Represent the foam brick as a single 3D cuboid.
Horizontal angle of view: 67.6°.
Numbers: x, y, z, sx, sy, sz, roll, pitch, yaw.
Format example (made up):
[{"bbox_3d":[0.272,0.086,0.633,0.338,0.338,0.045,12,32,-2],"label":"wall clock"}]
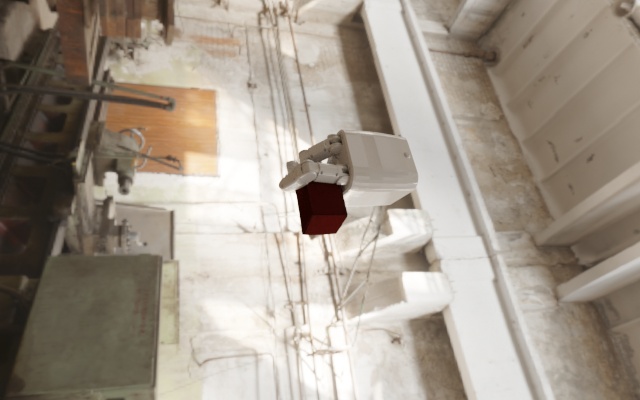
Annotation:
[{"bbox_3d":[0.000,0.002,0.660,0.051,0.078,0.053,2,-34,-20],"label":"foam brick"}]
